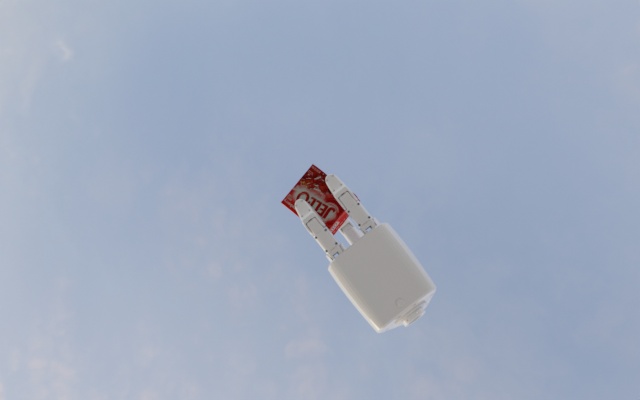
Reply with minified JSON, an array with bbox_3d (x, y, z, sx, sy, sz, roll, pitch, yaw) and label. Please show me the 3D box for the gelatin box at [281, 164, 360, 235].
[{"bbox_3d":[0.000,0.002,0.675,0.089,0.073,0.030,38,-3,28],"label":"gelatin box"}]
